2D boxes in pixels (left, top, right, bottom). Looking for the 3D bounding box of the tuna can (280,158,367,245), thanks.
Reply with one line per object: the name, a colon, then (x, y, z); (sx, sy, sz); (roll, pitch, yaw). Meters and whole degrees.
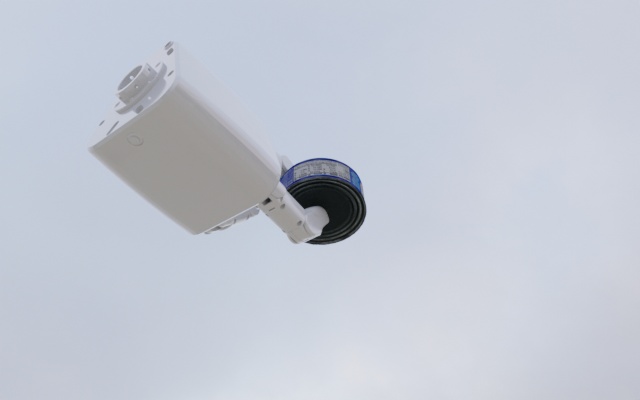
tuna can: (0.000, 0.001, 0.459); (0.086, 0.086, 0.033); (0, 41, -2)
